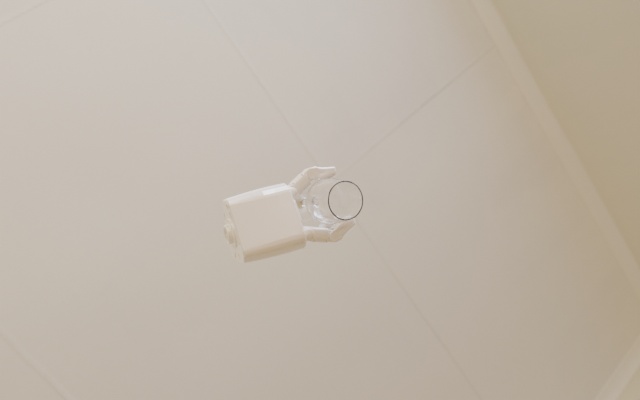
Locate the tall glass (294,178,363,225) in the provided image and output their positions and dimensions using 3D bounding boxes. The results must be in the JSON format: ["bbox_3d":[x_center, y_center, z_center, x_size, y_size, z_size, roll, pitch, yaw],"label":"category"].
[{"bbox_3d":[0.000,0.003,0.828,0.079,0.079,0.201,0,-2,-24],"label":"tall glass"}]
